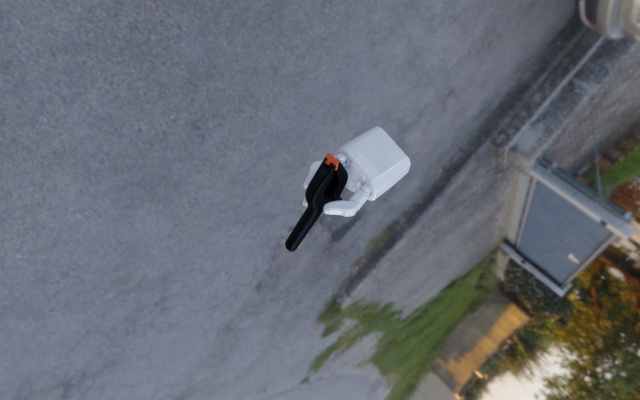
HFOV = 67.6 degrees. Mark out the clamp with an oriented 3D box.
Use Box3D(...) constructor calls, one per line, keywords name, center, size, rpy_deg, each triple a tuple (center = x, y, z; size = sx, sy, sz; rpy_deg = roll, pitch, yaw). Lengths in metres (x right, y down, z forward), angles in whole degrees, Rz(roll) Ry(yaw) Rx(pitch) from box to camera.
Box3D(name="clamp", center=(0.001, 0.003, 0.884), size=(0.164, 0.210, 0.036), rpy_deg=(-36, 62, -26))
